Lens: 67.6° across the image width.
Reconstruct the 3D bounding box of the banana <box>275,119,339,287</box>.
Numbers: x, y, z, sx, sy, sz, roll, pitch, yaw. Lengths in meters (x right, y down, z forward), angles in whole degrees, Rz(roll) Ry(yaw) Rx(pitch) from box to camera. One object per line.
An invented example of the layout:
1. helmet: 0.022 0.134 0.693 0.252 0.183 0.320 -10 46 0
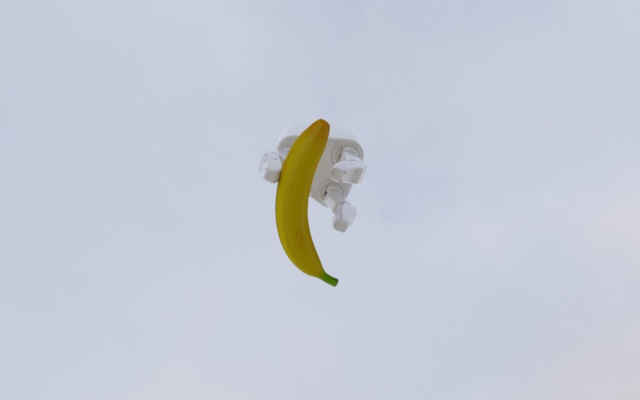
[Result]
1. banana: -0.018 0.006 0.542 0.069 0.198 0.037 -3 21 3
